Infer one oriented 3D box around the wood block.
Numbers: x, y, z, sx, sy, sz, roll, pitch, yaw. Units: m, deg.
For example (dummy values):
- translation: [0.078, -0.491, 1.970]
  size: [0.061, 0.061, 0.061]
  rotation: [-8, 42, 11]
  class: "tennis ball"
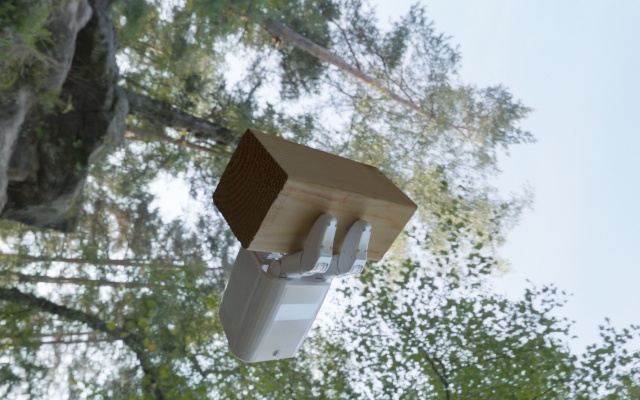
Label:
- translation: [0.000, 0.002, 0.532]
  size: [0.206, 0.090, 0.090]
  rotation: [11, 28, -45]
  class: "wood block"
